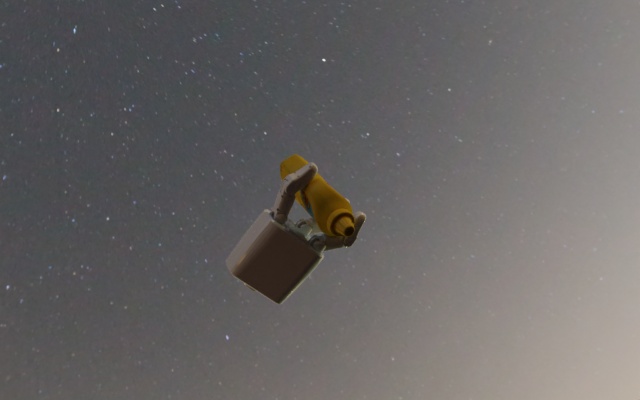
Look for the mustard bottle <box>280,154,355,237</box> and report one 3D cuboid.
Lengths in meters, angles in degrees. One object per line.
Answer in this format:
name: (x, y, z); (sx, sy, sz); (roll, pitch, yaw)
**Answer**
mustard bottle: (0.000, 0.002, 0.744); (0.058, 0.096, 0.191); (-32, 36, -9)
